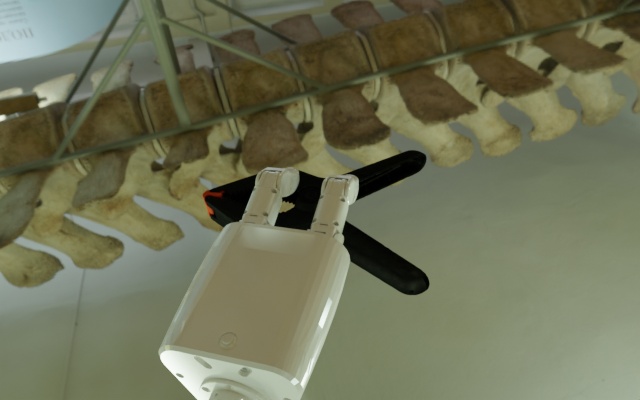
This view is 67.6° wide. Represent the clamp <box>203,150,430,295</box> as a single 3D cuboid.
[{"bbox_3d":[0.000,0.002,0.436,0.210,0.036,0.164,7,43,14],"label":"clamp"}]
